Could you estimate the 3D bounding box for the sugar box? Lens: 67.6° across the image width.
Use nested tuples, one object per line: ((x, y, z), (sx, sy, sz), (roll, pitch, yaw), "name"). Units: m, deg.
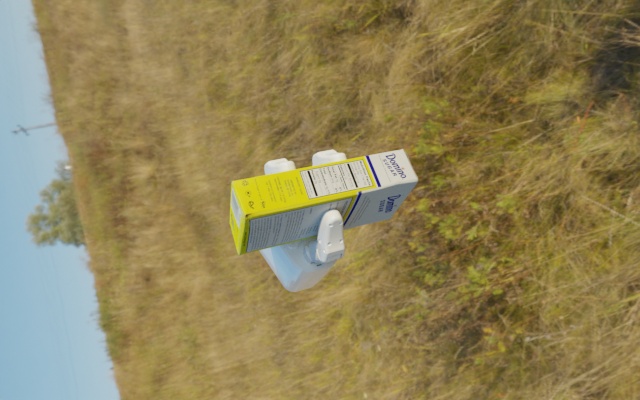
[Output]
((0.000, 0.001, 0.482), (0.176, 0.048, 0.093), (-14, -23, -19), "sugar box")
